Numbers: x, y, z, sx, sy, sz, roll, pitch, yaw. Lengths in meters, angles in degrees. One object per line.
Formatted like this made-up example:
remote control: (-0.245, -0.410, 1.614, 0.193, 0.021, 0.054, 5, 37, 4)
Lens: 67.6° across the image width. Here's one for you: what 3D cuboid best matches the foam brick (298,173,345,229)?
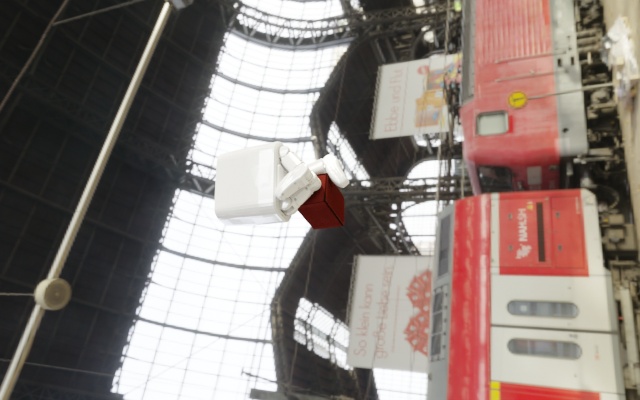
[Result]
foam brick: (0.000, 0.003, 0.730, 0.051, 0.053, 0.078, -10, -35, 20)
